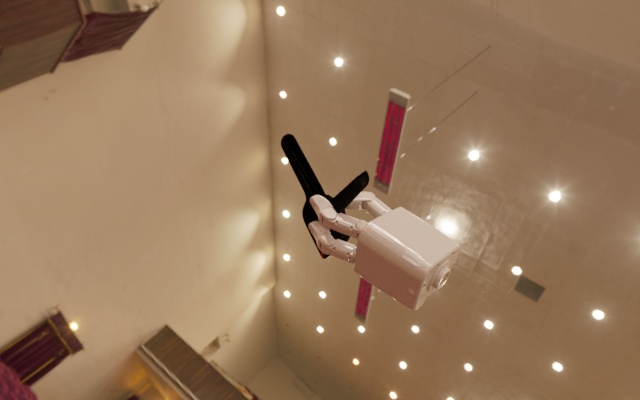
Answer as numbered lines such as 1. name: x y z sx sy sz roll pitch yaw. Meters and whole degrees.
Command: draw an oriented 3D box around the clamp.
1. clamp: 0.001 0.003 0.741 0.036 0.210 0.164 -33 54 -32
